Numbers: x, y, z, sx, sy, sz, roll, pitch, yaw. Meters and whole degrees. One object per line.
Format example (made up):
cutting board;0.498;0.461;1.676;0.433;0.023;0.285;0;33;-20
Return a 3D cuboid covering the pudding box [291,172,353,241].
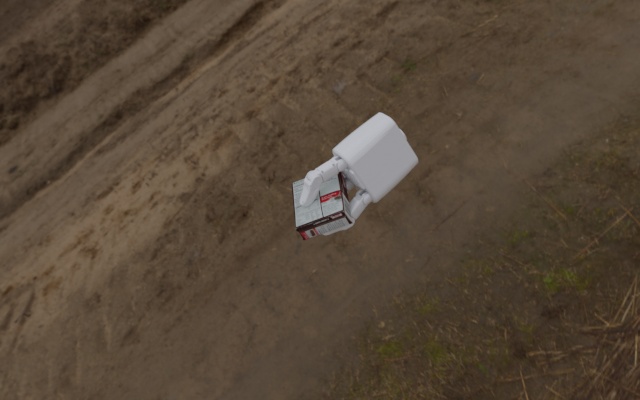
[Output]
pudding box;0.000;0.003;0.807;0.090;0.113;0.039;-21;-47;14
